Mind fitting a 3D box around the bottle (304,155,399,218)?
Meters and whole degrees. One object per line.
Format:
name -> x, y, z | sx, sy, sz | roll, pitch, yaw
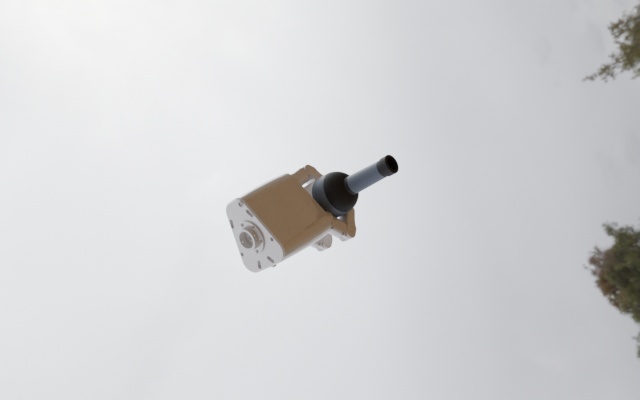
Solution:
bottle -> 0.000, 0.002, 0.741 | 0.069, 0.069, 0.296 | 0, -21, -44
